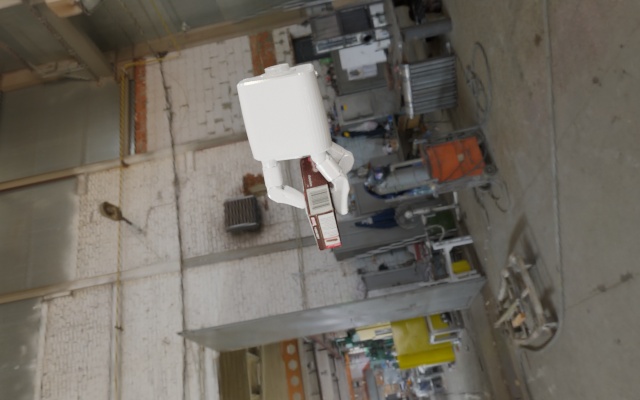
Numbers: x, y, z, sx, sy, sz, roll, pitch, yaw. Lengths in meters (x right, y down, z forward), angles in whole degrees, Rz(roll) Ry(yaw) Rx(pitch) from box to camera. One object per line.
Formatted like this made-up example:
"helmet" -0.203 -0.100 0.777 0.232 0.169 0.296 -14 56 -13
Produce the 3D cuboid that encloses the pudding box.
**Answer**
"pudding box" 0.000 0.002 0.701 0.039 0.113 0.090 -12 -40 4
